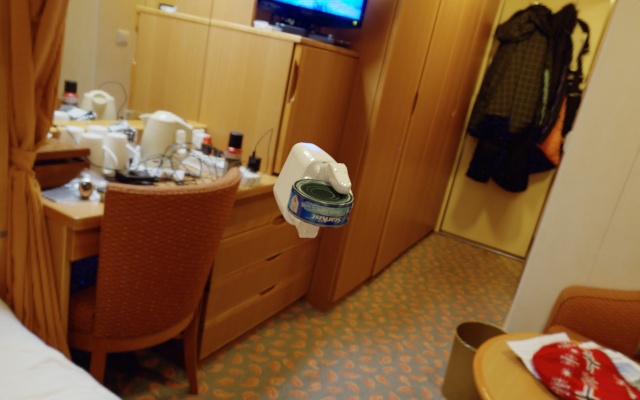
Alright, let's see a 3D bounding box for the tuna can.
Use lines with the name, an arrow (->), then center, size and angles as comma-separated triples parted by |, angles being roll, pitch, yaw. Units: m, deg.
tuna can -> 0.000, 0.002, 0.637 | 0.086, 0.034, 0.086 | 13, 21, -5
